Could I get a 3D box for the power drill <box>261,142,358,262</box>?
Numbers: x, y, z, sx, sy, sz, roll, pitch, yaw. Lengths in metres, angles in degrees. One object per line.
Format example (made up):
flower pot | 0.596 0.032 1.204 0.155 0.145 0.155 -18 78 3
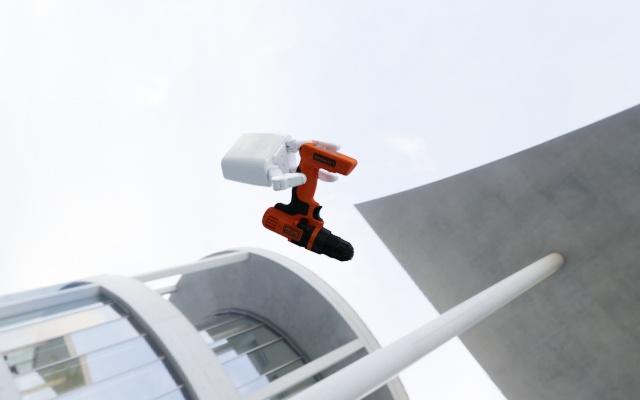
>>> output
power drill | 0.000 0.002 0.859 0.184 0.188 0.057 23 13 9
